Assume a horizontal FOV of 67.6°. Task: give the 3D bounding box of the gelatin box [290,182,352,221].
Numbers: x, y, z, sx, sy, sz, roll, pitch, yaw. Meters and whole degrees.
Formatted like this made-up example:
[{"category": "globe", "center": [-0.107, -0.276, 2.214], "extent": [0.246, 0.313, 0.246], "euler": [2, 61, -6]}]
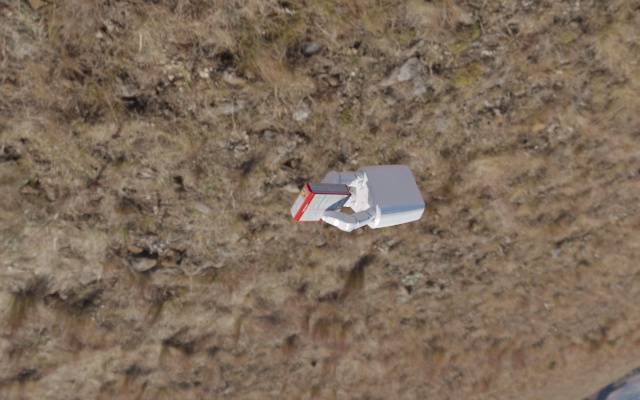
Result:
[{"category": "gelatin box", "center": [0.000, 0.003, 0.847], "extent": [0.089, 0.030, 0.073], "euler": [0, -42, -36]}]
